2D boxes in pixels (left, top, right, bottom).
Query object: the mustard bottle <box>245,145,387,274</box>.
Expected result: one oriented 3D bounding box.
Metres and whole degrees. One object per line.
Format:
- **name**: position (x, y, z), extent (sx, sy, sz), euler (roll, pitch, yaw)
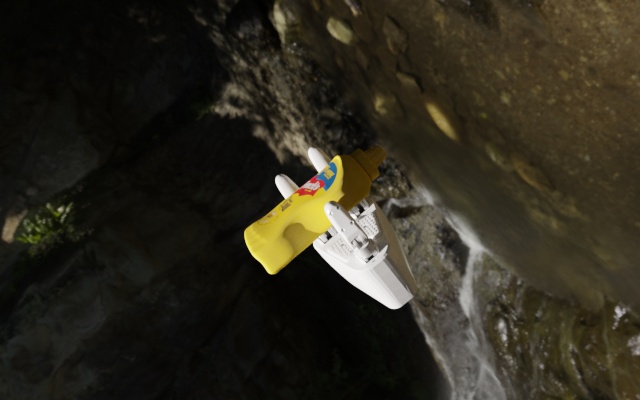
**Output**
- **mustard bottle**: position (0.000, 0.002, 0.566), extent (0.191, 0.058, 0.096), euler (-39, 15, 0)
